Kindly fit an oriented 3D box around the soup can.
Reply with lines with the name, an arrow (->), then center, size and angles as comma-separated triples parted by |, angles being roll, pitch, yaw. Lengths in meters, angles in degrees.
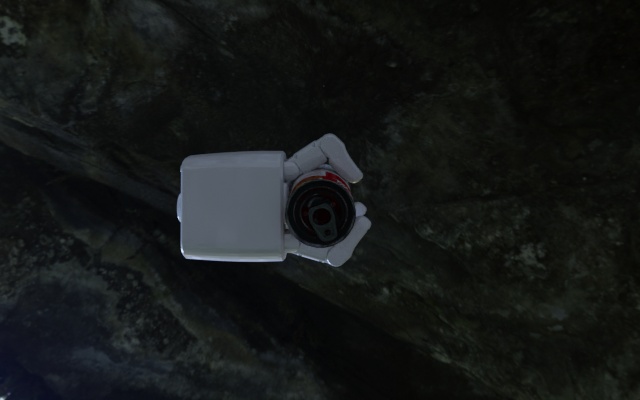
soup can -> 0.001, 0.001, 0.502 | 0.068, 0.068, 0.102 | 0, 14, 0
